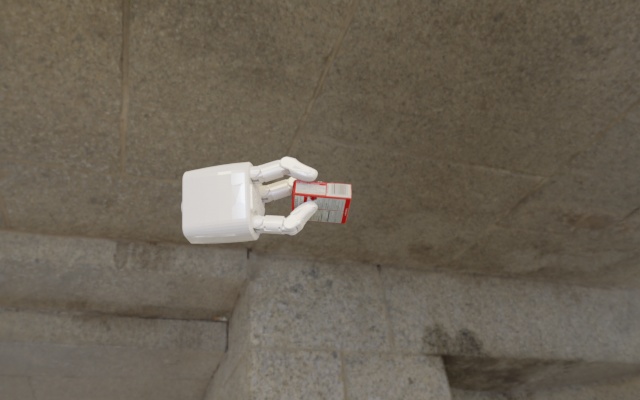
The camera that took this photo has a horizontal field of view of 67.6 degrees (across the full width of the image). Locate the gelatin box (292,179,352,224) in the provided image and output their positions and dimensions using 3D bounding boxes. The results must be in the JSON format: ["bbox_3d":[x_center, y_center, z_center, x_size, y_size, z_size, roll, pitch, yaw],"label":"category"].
[{"bbox_3d":[0.000,0.003,0.736,0.089,0.030,0.073,5,-34,-1],"label":"gelatin box"}]
